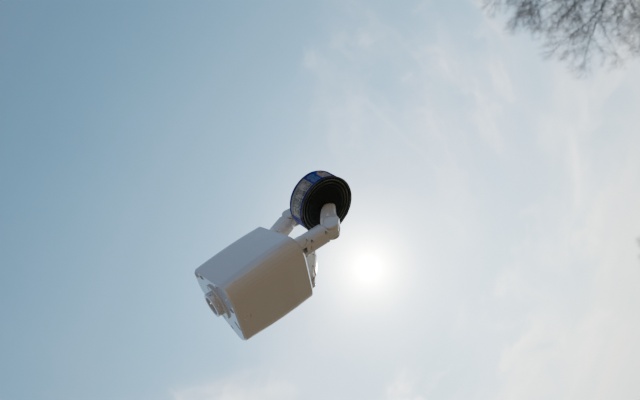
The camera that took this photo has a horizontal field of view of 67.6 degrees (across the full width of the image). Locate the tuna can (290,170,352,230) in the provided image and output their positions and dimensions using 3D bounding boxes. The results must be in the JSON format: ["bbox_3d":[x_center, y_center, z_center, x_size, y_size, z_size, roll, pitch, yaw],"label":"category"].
[{"bbox_3d":[0.000,0.002,0.662,0.086,0.086,0.033,0,21,-40],"label":"tuna can"}]
